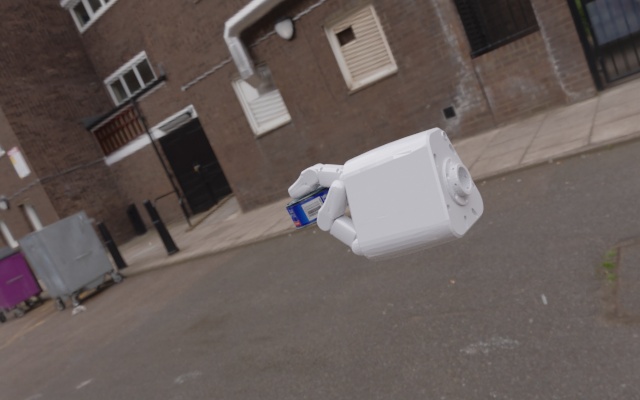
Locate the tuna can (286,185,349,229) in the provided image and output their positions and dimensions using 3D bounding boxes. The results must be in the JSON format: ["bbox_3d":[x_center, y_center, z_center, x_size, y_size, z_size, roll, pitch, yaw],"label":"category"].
[{"bbox_3d":[0.000,0.001,0.603,0.086,0.034,0.086,-28,5,3],"label":"tuna can"}]
